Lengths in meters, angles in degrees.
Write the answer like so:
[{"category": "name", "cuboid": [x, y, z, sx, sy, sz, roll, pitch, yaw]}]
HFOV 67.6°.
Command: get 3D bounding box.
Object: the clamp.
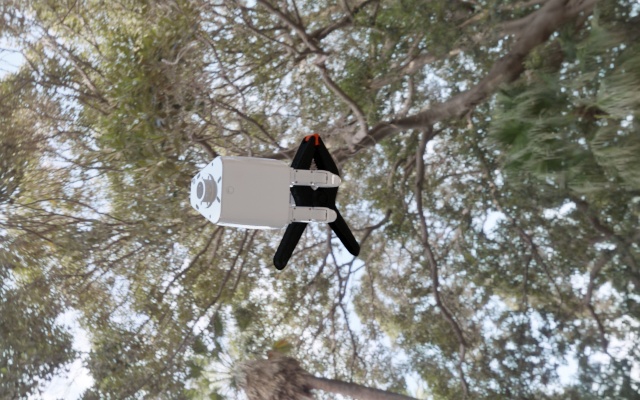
[{"category": "clamp", "cuboid": [-0.001, 0.002, 0.756, 0.164, 0.210, 0.036, 4, -3, -39]}]
